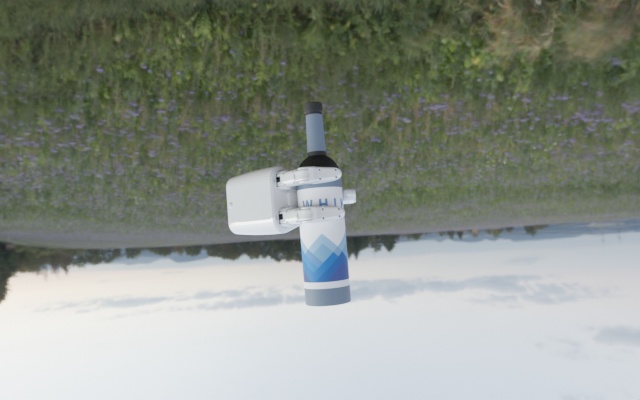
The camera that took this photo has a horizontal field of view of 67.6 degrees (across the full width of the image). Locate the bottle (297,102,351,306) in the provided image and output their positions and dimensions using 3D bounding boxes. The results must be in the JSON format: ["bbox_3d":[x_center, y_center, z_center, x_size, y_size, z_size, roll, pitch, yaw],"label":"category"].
[{"bbox_3d":[0.000,0.003,0.704,0.069,0.295,0.069,-4,-4,0],"label":"bottle"}]
